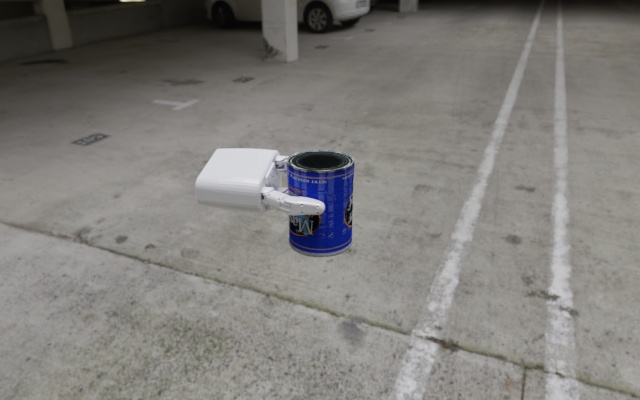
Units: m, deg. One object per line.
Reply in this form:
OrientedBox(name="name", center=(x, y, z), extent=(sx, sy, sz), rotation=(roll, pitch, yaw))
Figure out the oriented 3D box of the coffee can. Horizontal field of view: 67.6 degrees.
OrientedBox(name="coffee can", center=(0.000, 0.003, 0.742), extent=(0.103, 0.140, 0.102), rotation=(0, 23, 0))
